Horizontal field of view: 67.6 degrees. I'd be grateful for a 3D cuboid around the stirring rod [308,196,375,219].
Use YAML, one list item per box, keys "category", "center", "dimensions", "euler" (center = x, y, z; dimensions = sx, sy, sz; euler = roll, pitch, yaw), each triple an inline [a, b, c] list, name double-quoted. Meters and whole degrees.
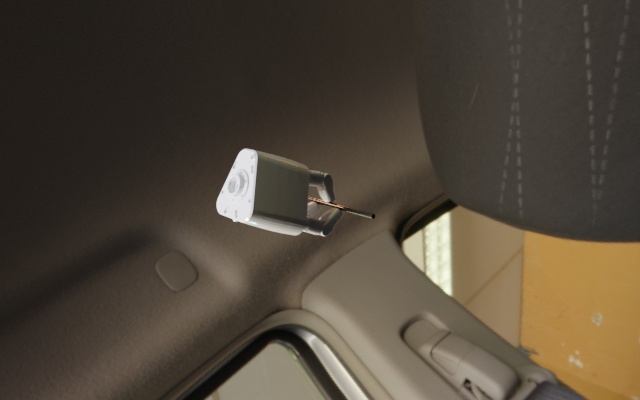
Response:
- category: "stirring rod"
  center: [0.000, 0.003, 0.821]
  dimensions: [0.011, 0.011, 0.239]
  euler: [0, 10, -44]
